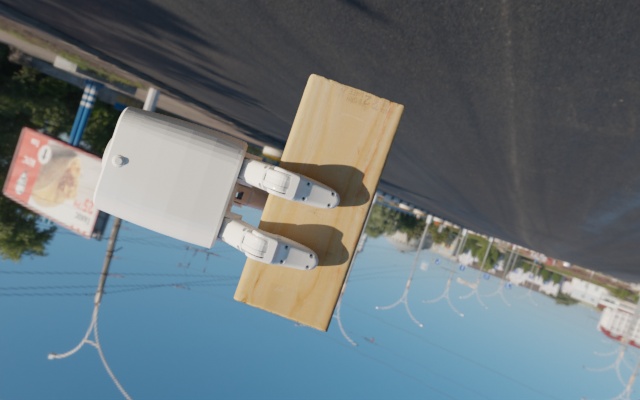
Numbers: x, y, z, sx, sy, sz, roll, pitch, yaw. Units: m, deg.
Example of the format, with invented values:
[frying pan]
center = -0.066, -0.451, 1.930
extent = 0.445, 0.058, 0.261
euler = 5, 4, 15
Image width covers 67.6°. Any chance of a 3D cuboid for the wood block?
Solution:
[wood block]
center = 0.000, 0.001, 0.453
extent = 0.090, 0.206, 0.091
euler = 19, 2, 0
